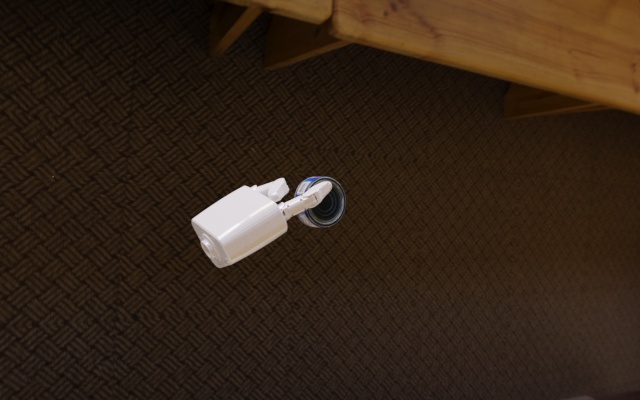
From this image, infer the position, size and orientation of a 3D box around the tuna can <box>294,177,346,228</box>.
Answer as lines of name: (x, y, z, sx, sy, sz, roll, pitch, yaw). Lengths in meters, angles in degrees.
tuna can: (0.000, 0.003, 0.796, 0.086, 0.086, 0.034, 0, 0, -34)
